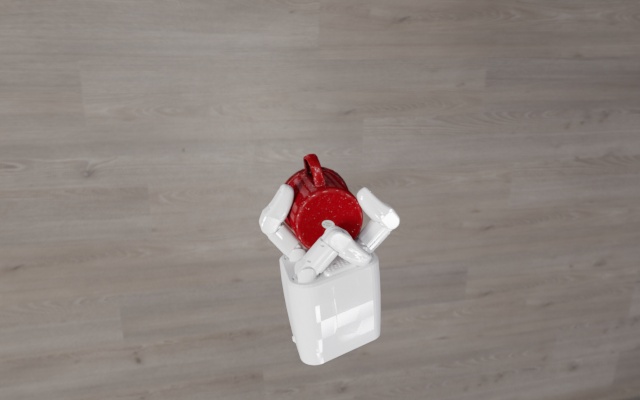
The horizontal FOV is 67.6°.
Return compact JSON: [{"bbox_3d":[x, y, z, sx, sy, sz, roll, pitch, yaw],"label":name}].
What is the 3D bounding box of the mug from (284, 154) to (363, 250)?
[{"bbox_3d":[0.000,0.001,0.568,0.093,0.117,0.081,-11,20,-10],"label":"mug"}]
